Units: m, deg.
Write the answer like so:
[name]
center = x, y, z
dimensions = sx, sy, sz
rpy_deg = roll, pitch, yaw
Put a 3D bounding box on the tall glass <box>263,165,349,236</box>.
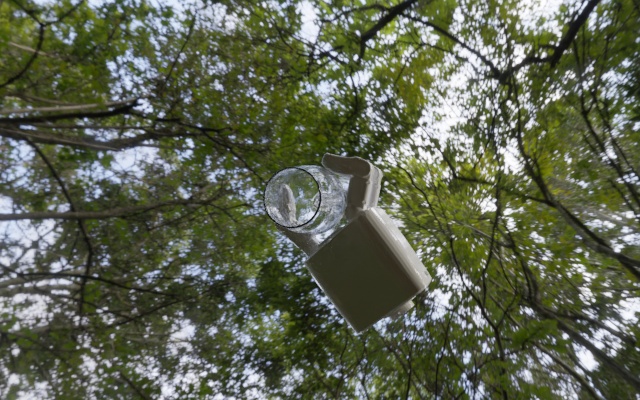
[tall glass]
center = 0.000, 0.002, 0.568
dimensions = 0.079, 0.079, 0.201
rpy_deg = 0, -3, 17
